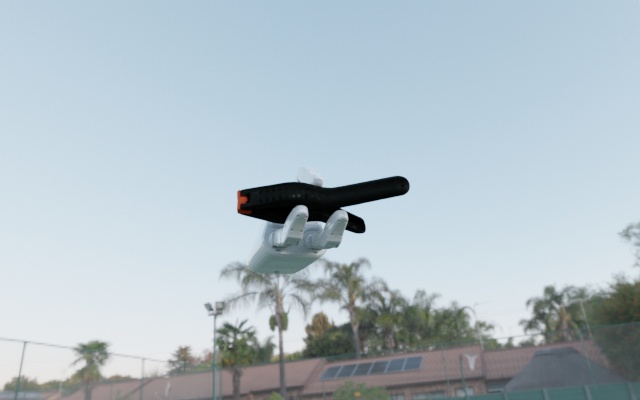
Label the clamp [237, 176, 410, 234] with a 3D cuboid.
[{"bbox_3d":[-0.001,0.001,0.620,0.210,0.036,0.165,6,-26,-22],"label":"clamp"}]
